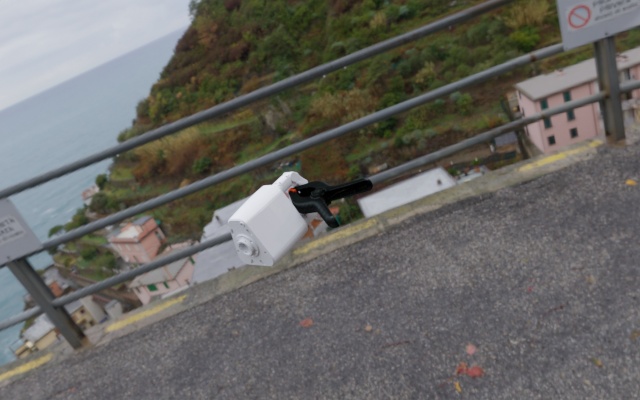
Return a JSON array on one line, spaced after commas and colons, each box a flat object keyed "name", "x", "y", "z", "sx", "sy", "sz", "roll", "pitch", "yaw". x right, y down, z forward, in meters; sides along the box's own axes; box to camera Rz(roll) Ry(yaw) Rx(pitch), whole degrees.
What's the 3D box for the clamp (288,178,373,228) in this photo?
[{"name": "clamp", "x": 0.000, "y": 0.002, "z": 0.867, "sx": 0.171, "sy": 0.039, "sz": 0.120, "roll": -2, "pitch": 33, "yaw": 40}]
